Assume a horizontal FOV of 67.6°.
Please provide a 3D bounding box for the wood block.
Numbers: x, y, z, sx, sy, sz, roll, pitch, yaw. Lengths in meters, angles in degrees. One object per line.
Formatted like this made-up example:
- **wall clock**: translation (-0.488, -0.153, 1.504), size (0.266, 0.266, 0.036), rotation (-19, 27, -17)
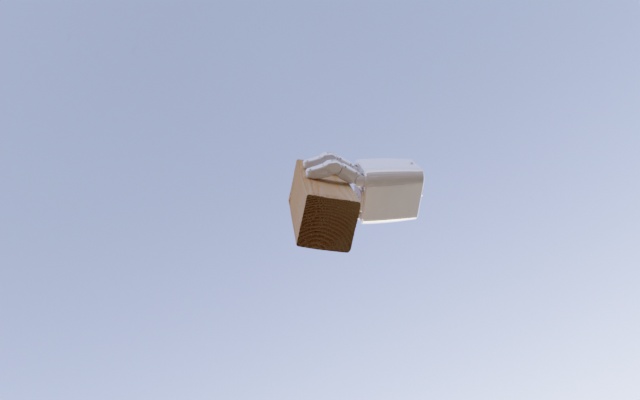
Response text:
- **wood block**: translation (0.000, 0.003, 0.839), size (0.090, 0.091, 0.206), rotation (8, 18, -10)
